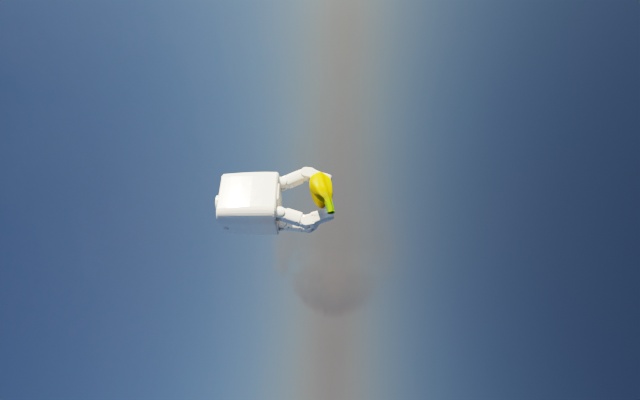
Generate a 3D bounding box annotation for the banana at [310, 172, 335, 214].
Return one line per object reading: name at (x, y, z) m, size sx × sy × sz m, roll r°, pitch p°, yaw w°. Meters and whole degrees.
banana at (0.000, -0.016, 0.843) m, size 0.037 × 0.069 × 0.198 m, roll -3°, pitch 3°, yaw -2°
